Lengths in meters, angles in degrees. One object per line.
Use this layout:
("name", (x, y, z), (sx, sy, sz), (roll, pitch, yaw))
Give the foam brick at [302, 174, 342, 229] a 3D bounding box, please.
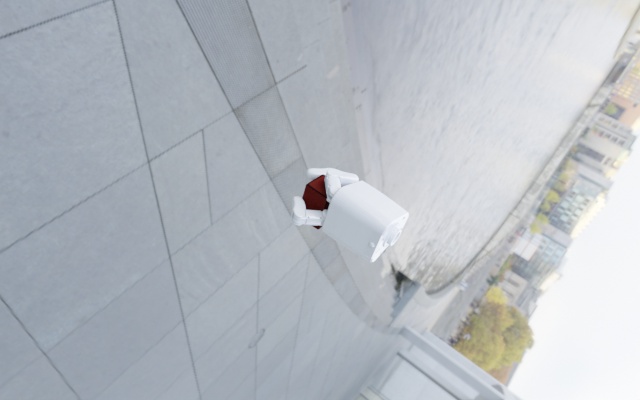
("foam brick", (0.000, 0.003, 0.866), (0.051, 0.078, 0.053), (35, 42, 20))
